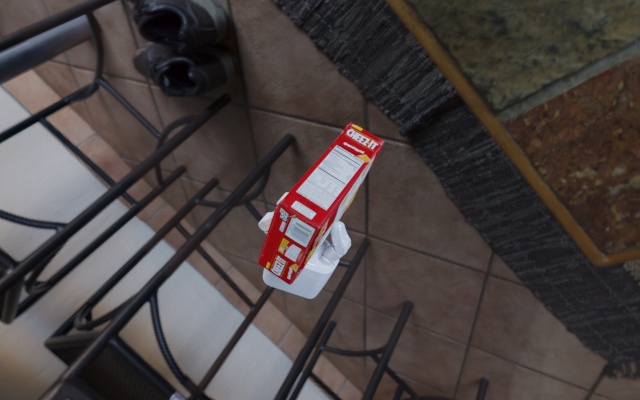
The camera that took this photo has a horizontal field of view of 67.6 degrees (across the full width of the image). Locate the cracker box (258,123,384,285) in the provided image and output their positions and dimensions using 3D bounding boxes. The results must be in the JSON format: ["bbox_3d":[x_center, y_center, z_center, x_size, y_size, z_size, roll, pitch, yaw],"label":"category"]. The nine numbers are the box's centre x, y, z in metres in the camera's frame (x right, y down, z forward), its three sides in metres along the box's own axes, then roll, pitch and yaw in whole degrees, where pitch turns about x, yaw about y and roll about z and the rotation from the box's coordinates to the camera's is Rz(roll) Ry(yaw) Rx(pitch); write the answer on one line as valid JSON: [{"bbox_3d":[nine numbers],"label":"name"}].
[{"bbox_3d":[0.000,0.003,0.734,0.072,0.213,0.164,33,-40,7],"label":"cracker box"}]
